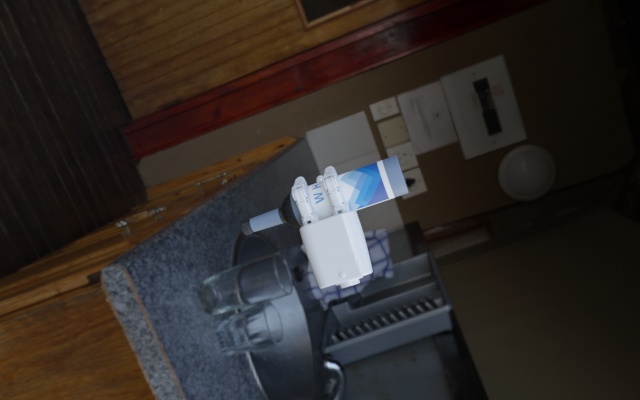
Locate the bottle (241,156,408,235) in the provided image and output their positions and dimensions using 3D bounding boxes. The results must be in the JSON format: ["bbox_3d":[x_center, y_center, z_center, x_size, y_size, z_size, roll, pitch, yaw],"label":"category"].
[{"bbox_3d":[0.000,0.003,0.826,0.296,0.069,0.069,-19,-4,10],"label":"bottle"}]
